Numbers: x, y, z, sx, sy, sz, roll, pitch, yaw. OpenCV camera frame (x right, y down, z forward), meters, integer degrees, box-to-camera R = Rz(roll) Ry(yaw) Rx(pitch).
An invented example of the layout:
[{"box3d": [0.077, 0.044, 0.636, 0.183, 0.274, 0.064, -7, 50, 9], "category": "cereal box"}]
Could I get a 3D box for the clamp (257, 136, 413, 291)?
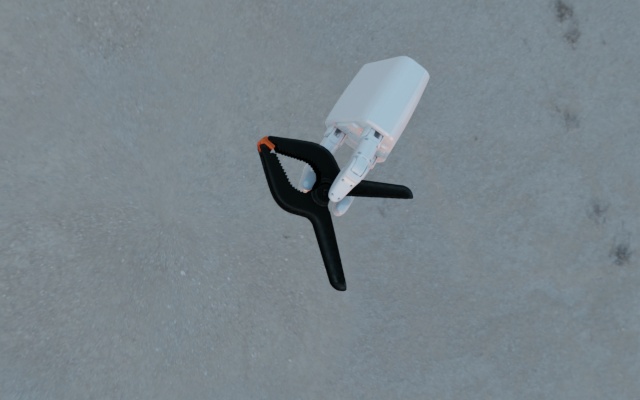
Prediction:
[{"box3d": [0.000, 0.001, 0.598, 0.210, 0.164, 0.036, 34, -13, -14], "category": "clamp"}]
